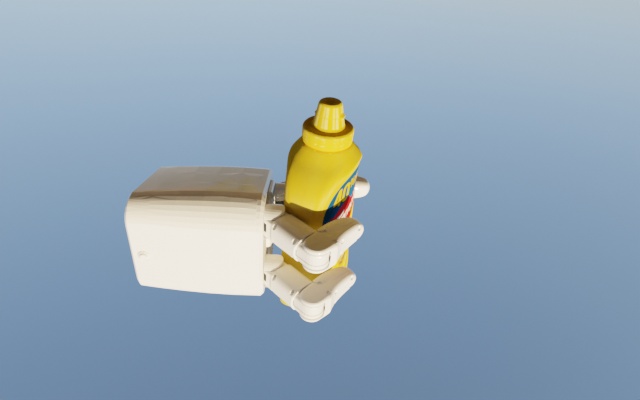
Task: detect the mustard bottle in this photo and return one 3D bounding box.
[{"bbox_3d":[0.000,0.002,0.419,0.058,0.192,0.096,18,38,17],"label":"mustard bottle"}]
